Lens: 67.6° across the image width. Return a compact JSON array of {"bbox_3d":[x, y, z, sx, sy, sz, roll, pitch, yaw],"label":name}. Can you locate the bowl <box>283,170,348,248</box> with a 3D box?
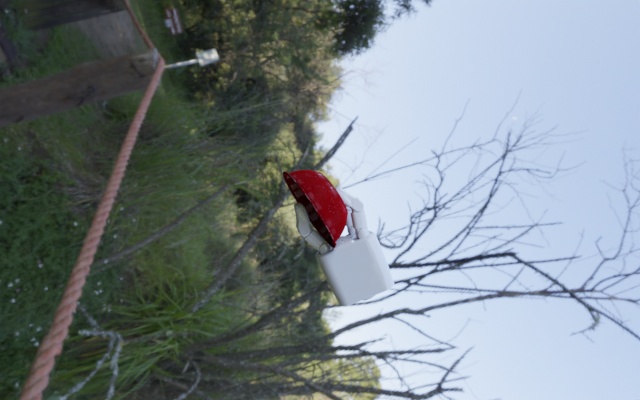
[{"bbox_3d":[0.000,0.001,0.841,0.055,0.162,0.162,-35,6,-9],"label":"bowl"}]
